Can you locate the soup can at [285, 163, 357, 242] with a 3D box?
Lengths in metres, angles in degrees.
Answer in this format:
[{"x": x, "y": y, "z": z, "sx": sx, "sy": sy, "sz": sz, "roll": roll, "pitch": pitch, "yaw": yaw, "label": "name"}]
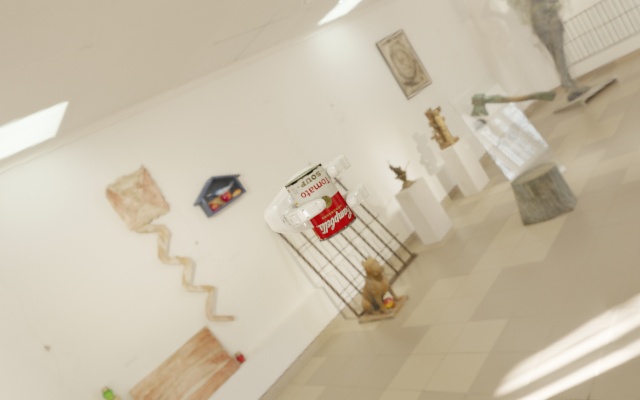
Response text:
[{"x": 0.000, "y": 0.002, "z": 0.729, "sx": 0.068, "sy": 0.102, "sz": 0.068, "roll": -32, "pitch": 7, "yaw": 4, "label": "soup can"}]
